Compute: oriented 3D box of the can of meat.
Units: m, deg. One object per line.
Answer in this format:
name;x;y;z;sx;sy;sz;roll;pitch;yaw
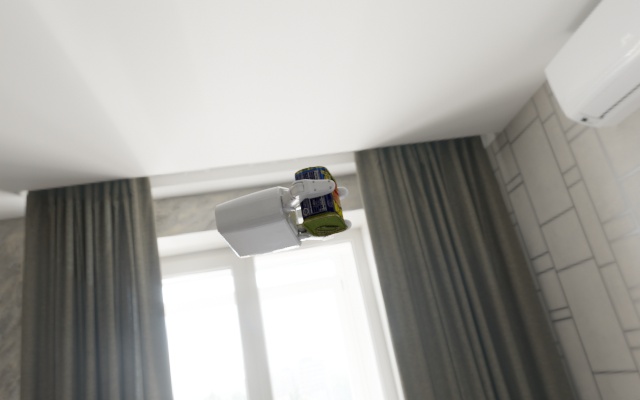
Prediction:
can of meat;0.000;0.002;0.738;0.057;0.084;0.102;-15;-20;10
